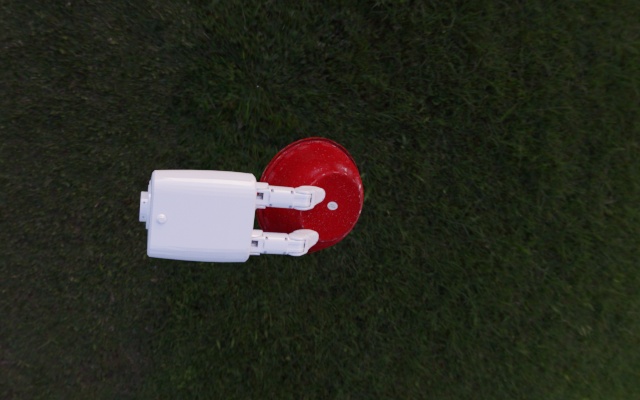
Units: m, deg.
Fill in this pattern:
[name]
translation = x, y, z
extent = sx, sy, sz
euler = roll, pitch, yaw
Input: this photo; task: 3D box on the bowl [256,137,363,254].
[bowl]
translation = 0.001, 0.002, 0.623
extent = 0.162, 0.162, 0.055
euler = 0, 15, -32
